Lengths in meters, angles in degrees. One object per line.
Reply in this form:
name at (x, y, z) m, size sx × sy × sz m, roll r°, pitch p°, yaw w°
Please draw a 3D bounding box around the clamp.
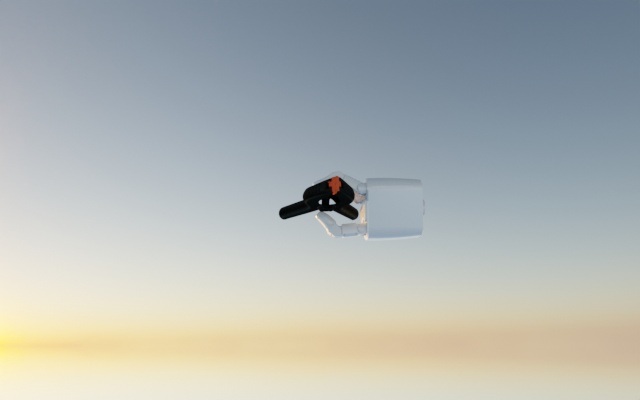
clamp at (0.000, 0.004, 0.898) m, size 0.164 × 0.036 × 0.210 m, roll -2°, pitch -17°, yaw -3°
